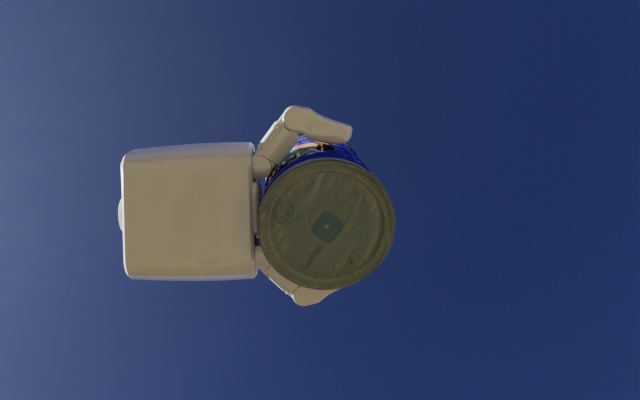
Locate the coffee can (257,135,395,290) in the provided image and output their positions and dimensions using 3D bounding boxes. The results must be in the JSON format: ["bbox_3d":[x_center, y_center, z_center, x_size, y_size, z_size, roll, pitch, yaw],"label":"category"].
[{"bbox_3d":[0.000,0.001,0.419,0.103,0.103,0.140,0,16,-4],"label":"coffee can"}]
